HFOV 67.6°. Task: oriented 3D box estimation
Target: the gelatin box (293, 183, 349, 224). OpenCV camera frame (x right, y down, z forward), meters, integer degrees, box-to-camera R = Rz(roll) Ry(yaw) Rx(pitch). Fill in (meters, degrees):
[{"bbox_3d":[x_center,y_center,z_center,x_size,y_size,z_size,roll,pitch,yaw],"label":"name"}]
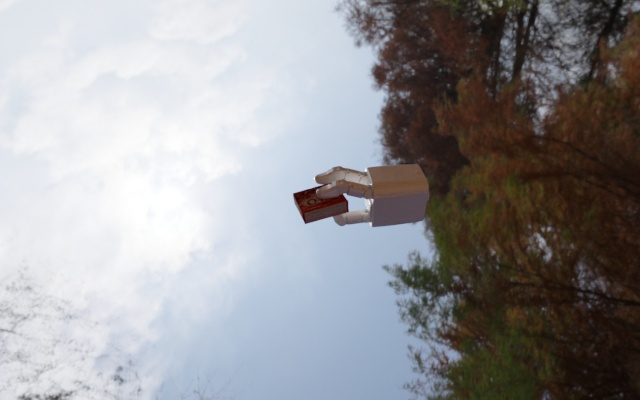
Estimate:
[{"bbox_3d":[0.000,0.003,0.899,0.089,0.030,0.073,-16,35,-10],"label":"gelatin box"}]
